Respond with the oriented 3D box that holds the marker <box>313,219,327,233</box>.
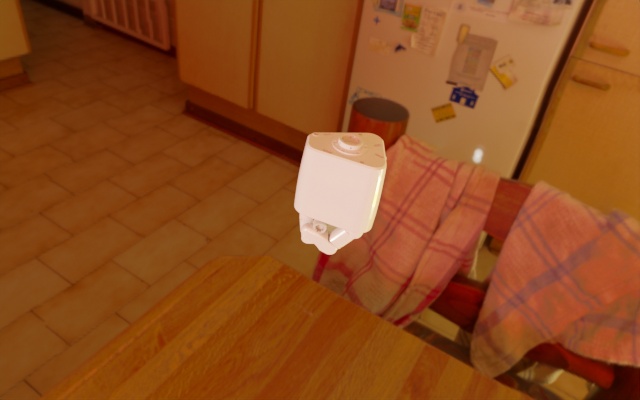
[{"bbox_3d":[0.000,0.002,0.701,0.020,0.020,0.121,0,37,2],"label":"marker"}]
